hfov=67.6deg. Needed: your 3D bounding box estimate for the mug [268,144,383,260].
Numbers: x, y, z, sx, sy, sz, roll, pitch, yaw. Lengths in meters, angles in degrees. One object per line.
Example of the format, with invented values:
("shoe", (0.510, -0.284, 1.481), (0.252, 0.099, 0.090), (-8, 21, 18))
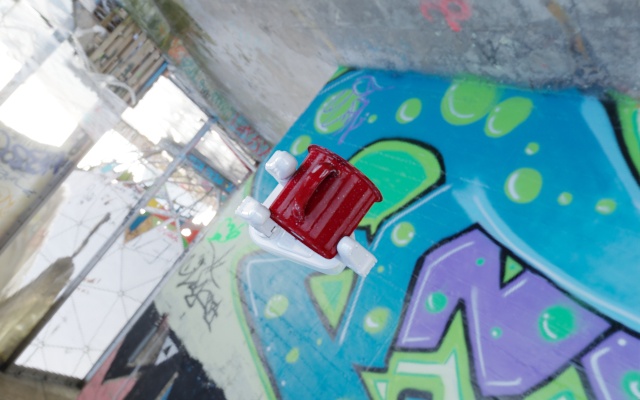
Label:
("mug", (0.000, 0.001, 0.463), (0.093, 0.081, 0.117), (35, -9, 14))
